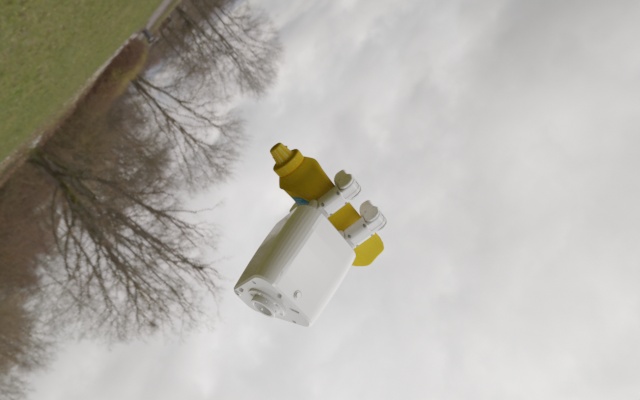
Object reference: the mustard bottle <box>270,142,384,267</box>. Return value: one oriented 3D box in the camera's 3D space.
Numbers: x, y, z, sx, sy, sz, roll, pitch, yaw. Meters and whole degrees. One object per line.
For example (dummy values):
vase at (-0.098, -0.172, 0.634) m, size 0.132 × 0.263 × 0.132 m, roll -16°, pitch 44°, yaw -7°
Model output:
mustard bottle at (0.000, 0.002, 0.623) m, size 0.058 × 0.192 × 0.096 m, roll -44°, pitch 23°, yaw -10°
